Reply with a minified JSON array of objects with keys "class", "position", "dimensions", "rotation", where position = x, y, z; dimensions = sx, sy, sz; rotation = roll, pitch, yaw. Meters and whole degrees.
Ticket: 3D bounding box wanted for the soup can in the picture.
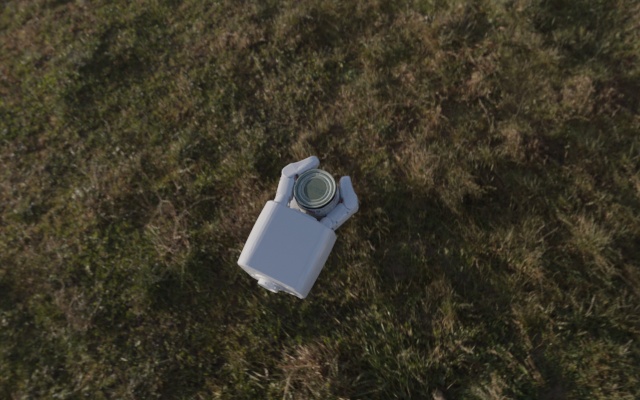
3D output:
[{"class":"soup can","position":[0.000,0.002,0.754],"dimensions":[0.068,0.068,0.102],"rotation":[0,-24,11]}]
